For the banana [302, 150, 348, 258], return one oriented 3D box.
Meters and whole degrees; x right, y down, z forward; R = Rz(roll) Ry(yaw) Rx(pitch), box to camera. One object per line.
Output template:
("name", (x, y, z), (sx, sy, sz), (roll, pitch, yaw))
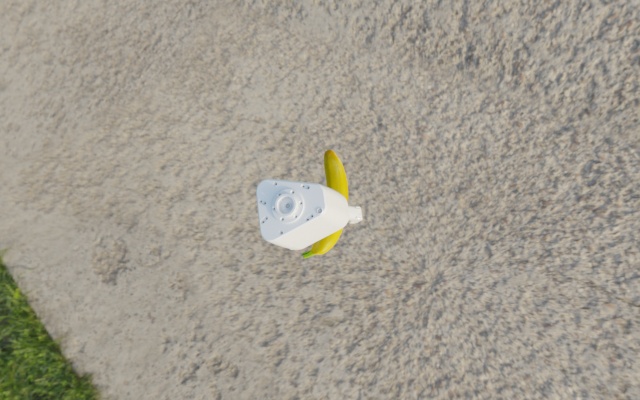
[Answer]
("banana", (0.016, 0.009, 0.826), (0.069, 0.198, 0.037), (12, -3, 26))
